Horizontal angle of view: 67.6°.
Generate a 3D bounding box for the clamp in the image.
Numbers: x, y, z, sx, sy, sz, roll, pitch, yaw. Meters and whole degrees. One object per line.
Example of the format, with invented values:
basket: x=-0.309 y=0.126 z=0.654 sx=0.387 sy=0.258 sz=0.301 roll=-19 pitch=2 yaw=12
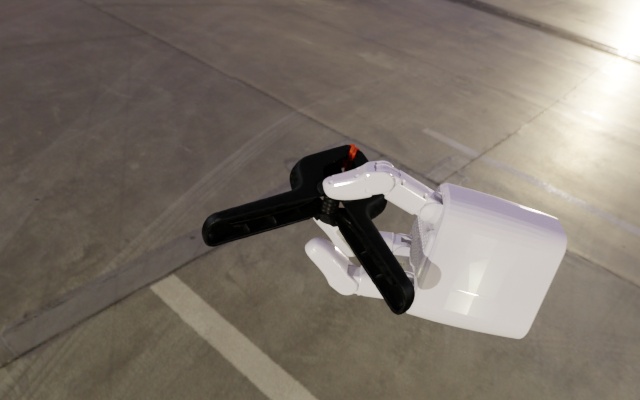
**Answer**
clamp: x=0.001 y=0.001 z=0.423 sx=0.164 sy=0.036 sz=0.209 roll=17 pitch=33 yaw=-3
